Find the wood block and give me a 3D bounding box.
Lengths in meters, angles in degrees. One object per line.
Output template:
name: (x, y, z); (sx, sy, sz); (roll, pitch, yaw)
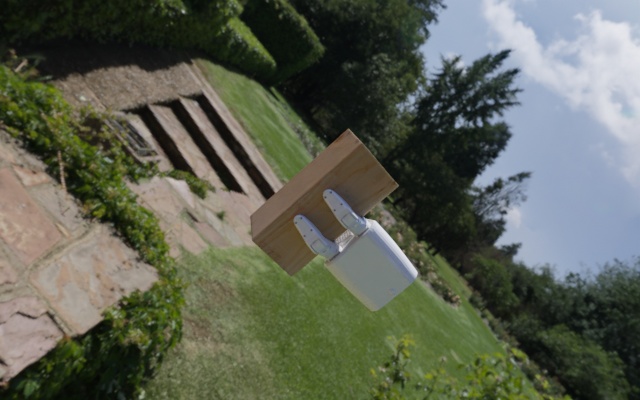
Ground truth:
wood block: (0.000, 0.002, 0.715); (0.206, 0.090, 0.090); (-41, 22, 7)
